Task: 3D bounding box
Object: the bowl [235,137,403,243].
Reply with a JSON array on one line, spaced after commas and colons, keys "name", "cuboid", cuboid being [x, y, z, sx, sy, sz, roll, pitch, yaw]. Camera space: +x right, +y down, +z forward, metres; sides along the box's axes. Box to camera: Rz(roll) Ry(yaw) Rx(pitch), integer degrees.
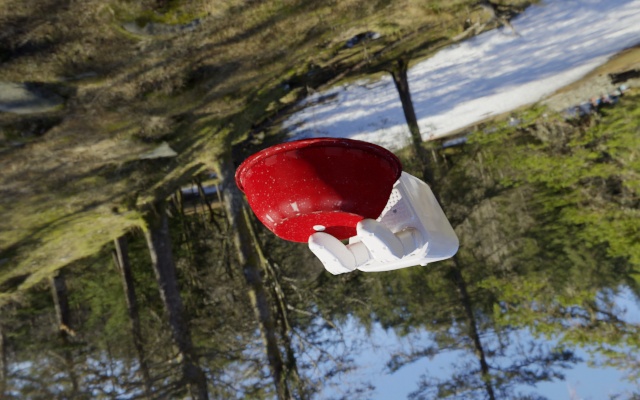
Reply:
[{"name": "bowl", "cuboid": [-0.001, 0.002, 0.456, 0.162, 0.055, 0.162, -3, -22, -1]}]
